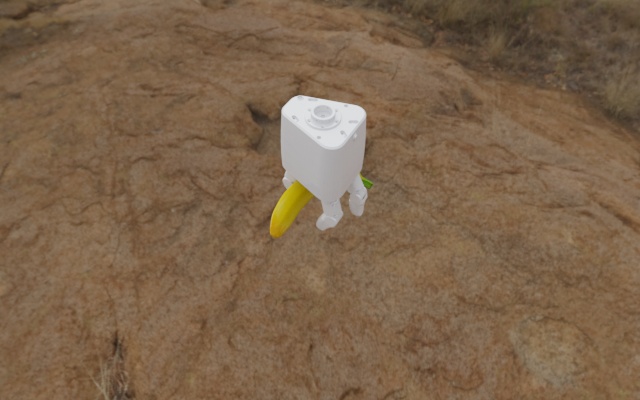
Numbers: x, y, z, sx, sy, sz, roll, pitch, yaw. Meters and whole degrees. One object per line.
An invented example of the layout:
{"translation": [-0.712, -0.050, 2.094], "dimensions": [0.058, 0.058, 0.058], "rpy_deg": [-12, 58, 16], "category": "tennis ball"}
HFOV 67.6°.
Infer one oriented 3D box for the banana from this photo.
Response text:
{"translation": [-0.008, -0.013, 0.747], "dimensions": [0.197, 0.069, 0.037], "rpy_deg": [-28, -21, -25], "category": "banana"}
